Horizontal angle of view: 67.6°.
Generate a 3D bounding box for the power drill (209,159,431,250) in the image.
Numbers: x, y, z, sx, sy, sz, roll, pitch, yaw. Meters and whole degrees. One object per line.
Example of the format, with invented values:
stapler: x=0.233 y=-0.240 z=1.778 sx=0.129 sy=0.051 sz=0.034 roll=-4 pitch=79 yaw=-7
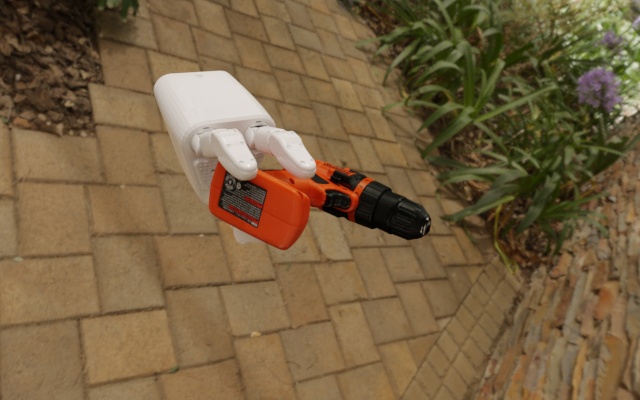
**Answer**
power drill: x=0.000 y=0.001 z=0.473 sx=0.184 sy=0.057 sz=0.187 roll=22 pitch=14 yaw=29
